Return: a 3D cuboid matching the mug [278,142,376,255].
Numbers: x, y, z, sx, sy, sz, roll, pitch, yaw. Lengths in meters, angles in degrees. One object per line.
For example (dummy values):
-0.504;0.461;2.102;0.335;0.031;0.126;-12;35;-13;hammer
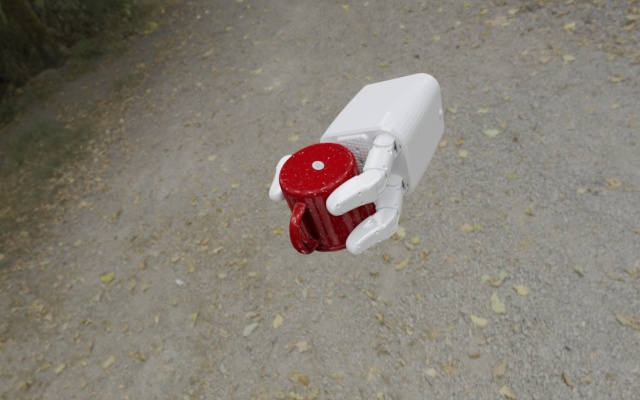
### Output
-0.001;0.002;0.495;0.093;0.082;0.117;10;50;32;mug
